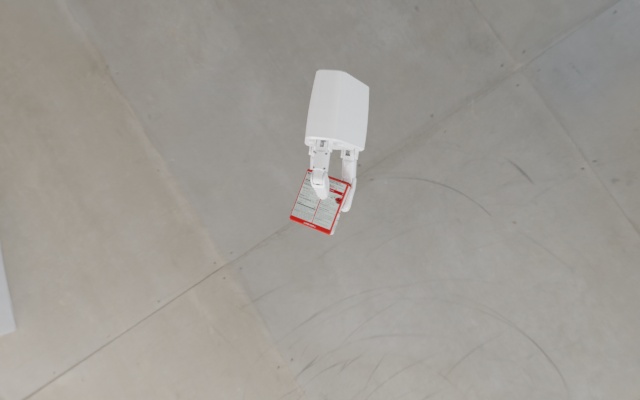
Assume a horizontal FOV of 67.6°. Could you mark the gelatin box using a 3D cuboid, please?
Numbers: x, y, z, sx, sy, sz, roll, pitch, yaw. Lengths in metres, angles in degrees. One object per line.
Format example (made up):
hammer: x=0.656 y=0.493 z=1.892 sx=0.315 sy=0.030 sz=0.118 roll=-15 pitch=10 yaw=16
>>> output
gelatin box: x=0.000 y=0.003 z=0.768 sx=0.073 sy=0.089 sz=0.030 roll=20 pitch=-1 yaw=13
